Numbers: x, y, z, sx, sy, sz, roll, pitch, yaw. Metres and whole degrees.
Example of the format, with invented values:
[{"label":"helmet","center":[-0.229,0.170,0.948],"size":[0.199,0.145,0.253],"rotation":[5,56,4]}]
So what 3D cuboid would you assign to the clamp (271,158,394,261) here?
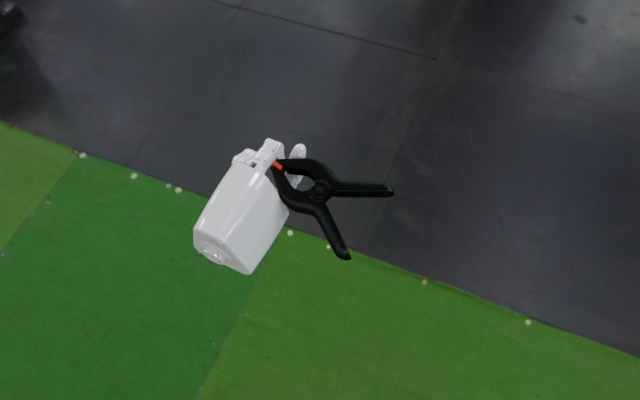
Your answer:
[{"label":"clamp","center":[0.000,0.002,0.643],"size":[0.171,0.120,0.039],"rotation":[22,-25,14]}]
